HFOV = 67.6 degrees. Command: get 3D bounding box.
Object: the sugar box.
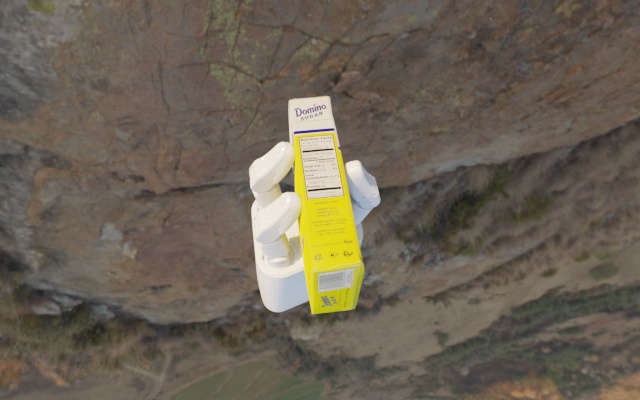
[{"bbox_3d":[0.000,0.002,0.431,0.048,0.176,0.093,-8,-33,-7],"label":"sugar box"}]
